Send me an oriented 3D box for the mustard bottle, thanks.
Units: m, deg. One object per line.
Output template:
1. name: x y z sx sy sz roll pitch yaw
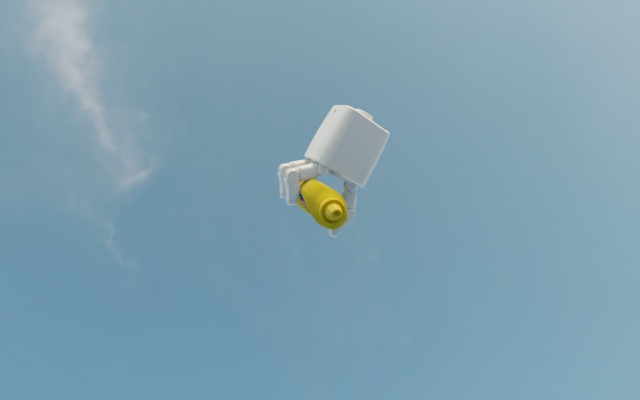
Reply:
1. mustard bottle: 0.000 0.003 0.809 0.058 0.096 0.191 -39 19 -6
